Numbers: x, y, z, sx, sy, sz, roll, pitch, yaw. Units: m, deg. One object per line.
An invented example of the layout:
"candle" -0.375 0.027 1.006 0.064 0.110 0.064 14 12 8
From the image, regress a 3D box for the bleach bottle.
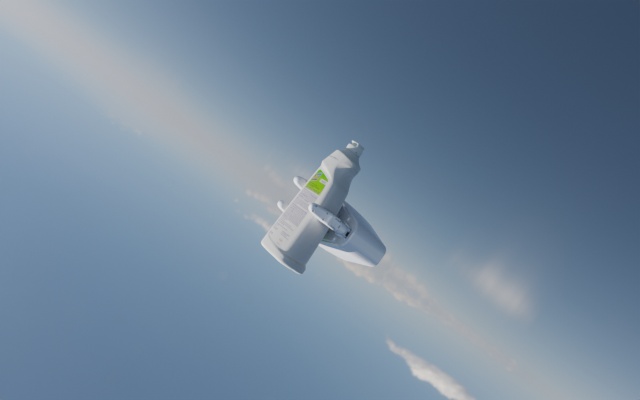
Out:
"bleach bottle" 0.000 0.003 0.861 0.068 0.251 0.102 38 -3 -38
